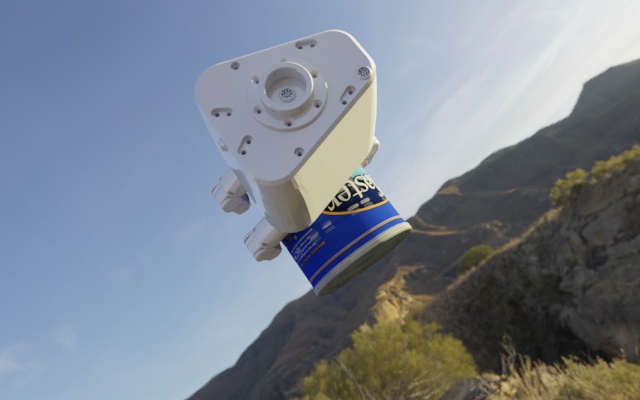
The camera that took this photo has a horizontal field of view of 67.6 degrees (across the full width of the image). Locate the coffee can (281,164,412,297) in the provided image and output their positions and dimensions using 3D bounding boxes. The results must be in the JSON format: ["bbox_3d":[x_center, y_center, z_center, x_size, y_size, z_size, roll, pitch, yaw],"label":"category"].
[{"bbox_3d":[0.000,0.002,0.440,0.103,0.140,0.103,-33,-16,-11],"label":"coffee can"}]
